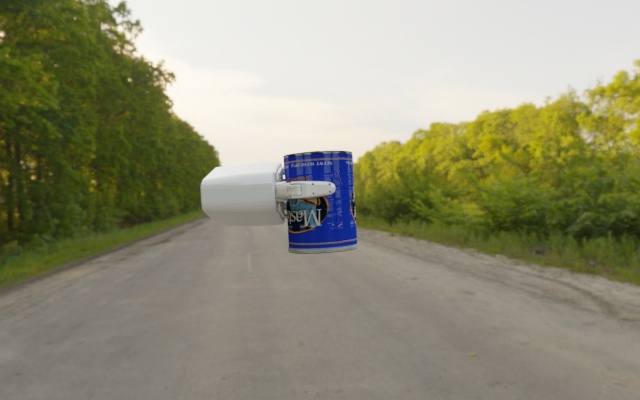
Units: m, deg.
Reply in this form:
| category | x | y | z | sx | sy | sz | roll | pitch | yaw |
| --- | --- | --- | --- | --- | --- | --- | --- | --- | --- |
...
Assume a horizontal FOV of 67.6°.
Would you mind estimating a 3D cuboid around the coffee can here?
| category | x | y | z | sx | sy | sz | roll | pitch | yaw |
| --- | --- | --- | --- | --- | --- | --- | --- | --- | --- |
| coffee can | 0.000 | 0.002 | 0.700 | 0.103 | 0.140 | 0.103 | -3 | 0 | 0 |
